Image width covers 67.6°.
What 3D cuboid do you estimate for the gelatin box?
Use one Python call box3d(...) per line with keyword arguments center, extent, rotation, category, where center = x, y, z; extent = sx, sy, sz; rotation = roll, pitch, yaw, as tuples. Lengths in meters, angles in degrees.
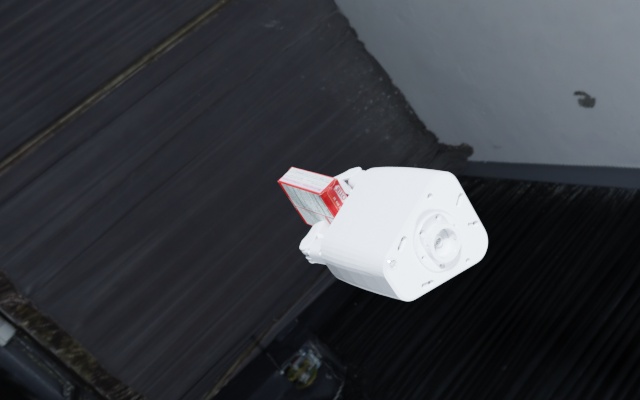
box3d(center=(0.000, 0.002, 0.556), extent=(0.030, 0.073, 0.089), rotation=(-46, 35, -21), category="gelatin box")
